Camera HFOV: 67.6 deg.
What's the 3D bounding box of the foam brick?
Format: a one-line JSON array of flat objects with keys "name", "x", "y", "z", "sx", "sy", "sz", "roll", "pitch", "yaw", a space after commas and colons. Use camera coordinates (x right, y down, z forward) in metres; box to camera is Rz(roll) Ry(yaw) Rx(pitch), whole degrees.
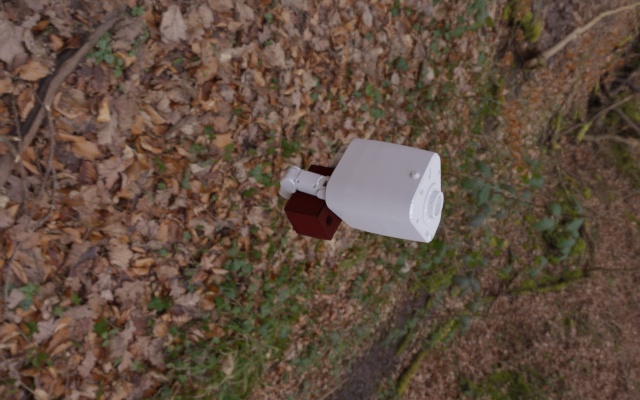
[{"name": "foam brick", "x": 0.000, "y": 0.002, "z": 0.597, "sx": 0.051, "sy": 0.078, "sz": 0.053, "roll": 13, "pitch": -32, "yaw": 30}]
